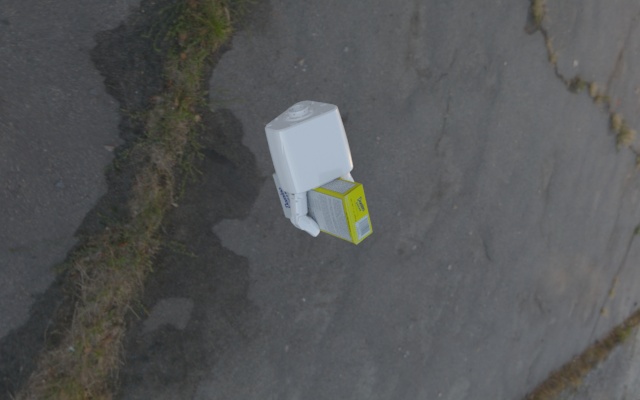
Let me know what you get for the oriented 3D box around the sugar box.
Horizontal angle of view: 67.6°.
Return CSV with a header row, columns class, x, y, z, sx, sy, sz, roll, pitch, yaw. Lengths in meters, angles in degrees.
class,x,y,z,sx,sy,sz,roll,pitch,yaw
sugar box,0.001,0.002,0.784,0.048,0.093,0.176,-33,34,-30
